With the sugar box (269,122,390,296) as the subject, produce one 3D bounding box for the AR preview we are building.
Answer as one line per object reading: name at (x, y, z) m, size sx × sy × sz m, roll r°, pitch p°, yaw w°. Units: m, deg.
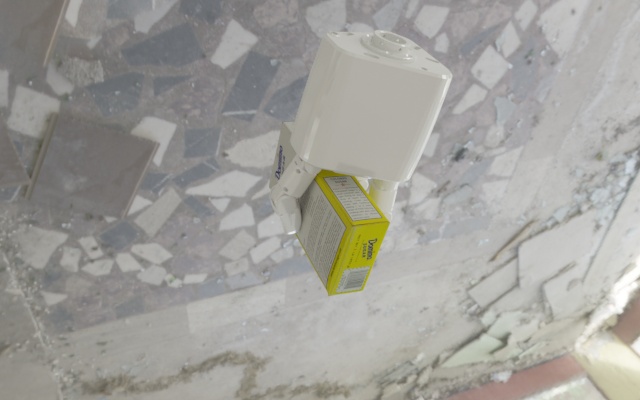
sugar box at (0.001, 0.002, 0.492) m, size 0.048 × 0.093 × 0.176 m, roll -3°, pitch 40°, yaw -25°
